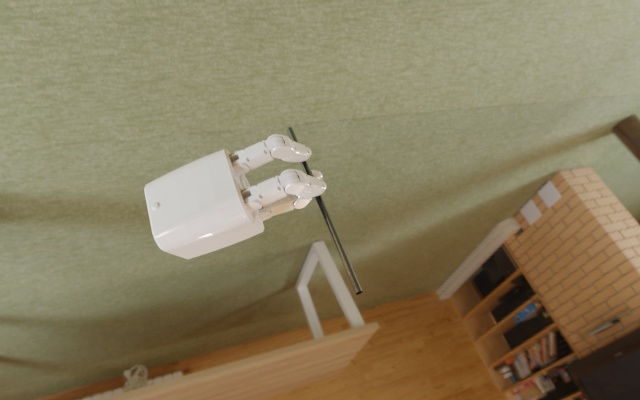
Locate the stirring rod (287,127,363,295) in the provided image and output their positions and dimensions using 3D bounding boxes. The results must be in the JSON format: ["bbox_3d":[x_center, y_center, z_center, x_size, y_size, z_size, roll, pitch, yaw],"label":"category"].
[{"bbox_3d":[0.000,0.002,0.561,0.011,0.239,0.011,-17,-32,-11],"label":"stirring rod"}]
